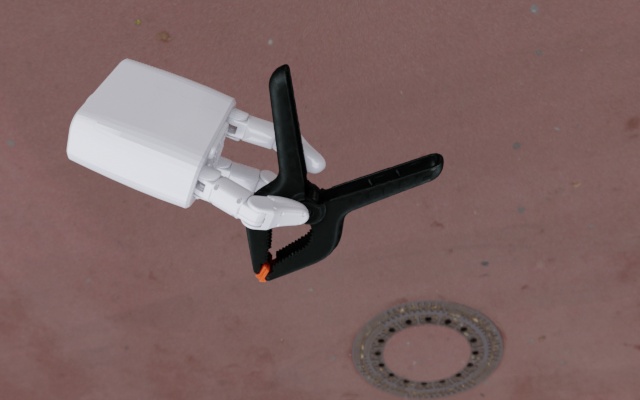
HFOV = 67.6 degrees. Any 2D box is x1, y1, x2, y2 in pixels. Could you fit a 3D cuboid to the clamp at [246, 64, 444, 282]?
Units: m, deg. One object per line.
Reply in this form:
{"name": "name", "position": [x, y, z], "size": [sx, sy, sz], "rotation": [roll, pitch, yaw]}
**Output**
{"name": "clamp", "position": [0.000, 0.002, 0.441], "size": [0.164, 0.210, 0.036], "rotation": [23, 30, -7]}
